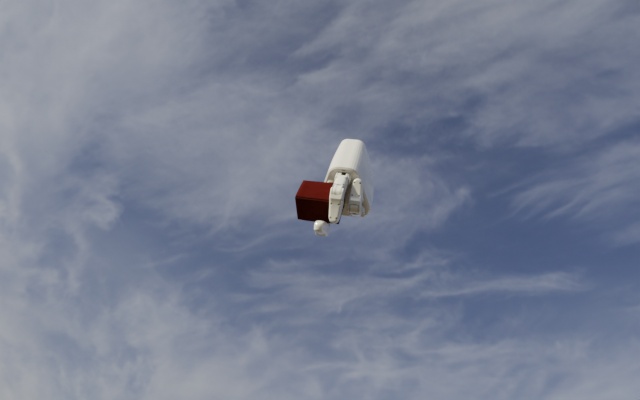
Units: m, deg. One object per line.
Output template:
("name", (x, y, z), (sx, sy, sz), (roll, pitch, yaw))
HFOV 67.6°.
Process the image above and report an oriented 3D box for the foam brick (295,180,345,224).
("foam brick", (0.000, 0.003, 0.843), (0.078, 0.053, 0.051), (7, 40, 10))
